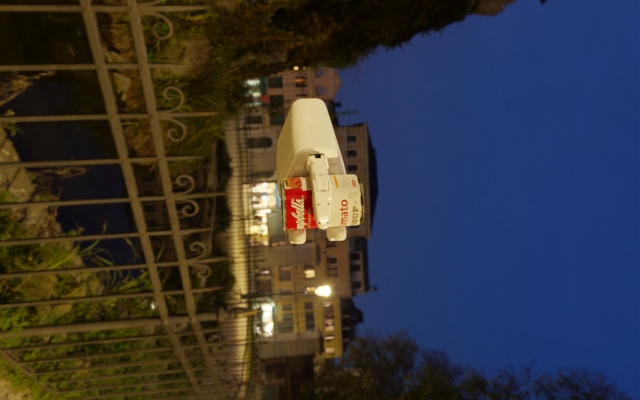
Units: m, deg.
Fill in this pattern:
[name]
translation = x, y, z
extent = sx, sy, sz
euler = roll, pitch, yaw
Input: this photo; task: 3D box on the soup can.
[soup can]
translation = 0.000, 0.002, 0.623
extent = 0.102, 0.068, 0.068
euler = -3, 0, -7
